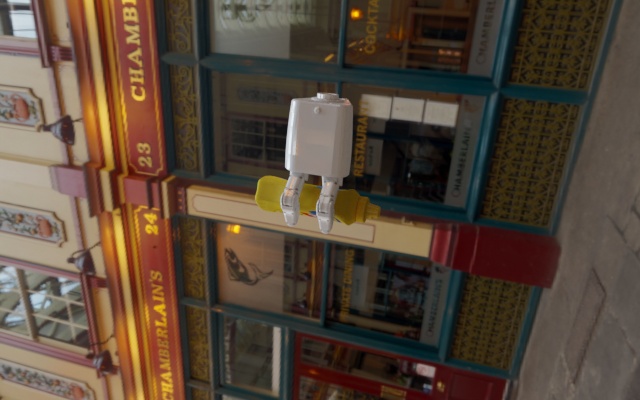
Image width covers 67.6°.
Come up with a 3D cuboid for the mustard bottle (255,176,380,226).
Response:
[{"bbox_3d":[0.000,0.003,0.763,0.191,0.058,0.096,9,-6,14],"label":"mustard bottle"}]
